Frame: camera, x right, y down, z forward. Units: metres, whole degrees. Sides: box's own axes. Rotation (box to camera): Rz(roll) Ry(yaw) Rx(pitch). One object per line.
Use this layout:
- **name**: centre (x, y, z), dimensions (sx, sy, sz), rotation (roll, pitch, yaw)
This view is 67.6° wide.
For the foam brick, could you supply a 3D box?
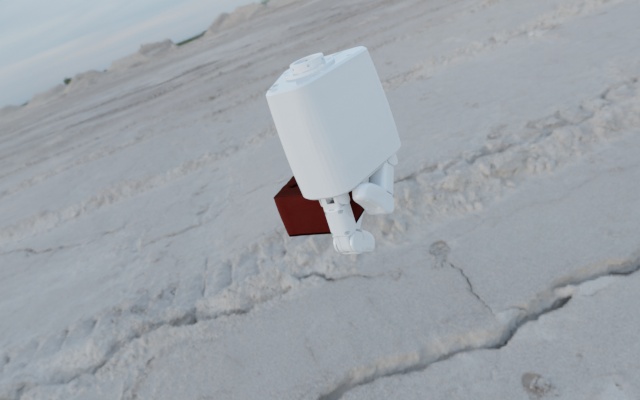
- **foam brick**: centre (0.000, 0.002, 0.507), dimensions (0.078, 0.051, 0.053), rotation (-7, 29, 31)
